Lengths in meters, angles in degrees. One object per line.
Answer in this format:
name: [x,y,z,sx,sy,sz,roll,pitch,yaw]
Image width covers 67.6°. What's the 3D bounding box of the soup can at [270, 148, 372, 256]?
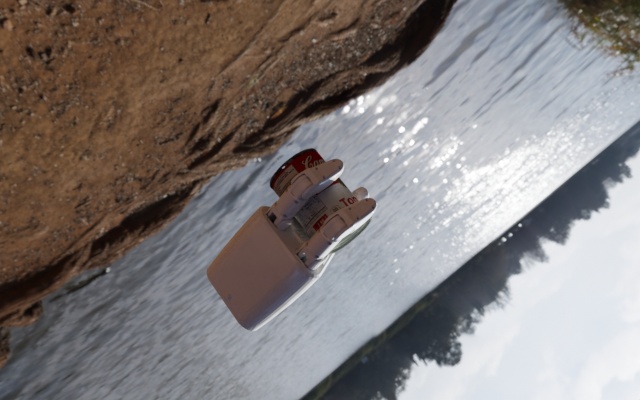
soup can: [0.001,0.002,0.530,0.068,0.102,0.068,-36,-16,-12]
